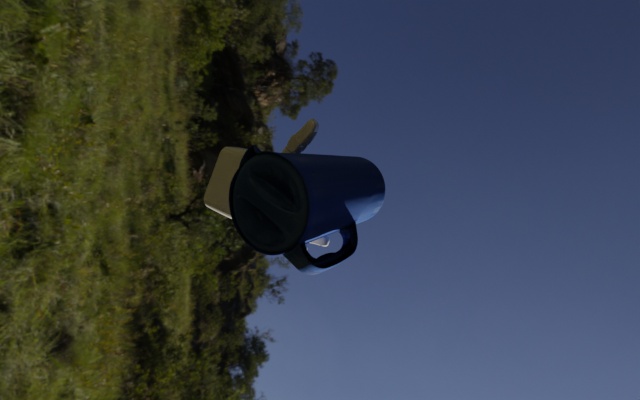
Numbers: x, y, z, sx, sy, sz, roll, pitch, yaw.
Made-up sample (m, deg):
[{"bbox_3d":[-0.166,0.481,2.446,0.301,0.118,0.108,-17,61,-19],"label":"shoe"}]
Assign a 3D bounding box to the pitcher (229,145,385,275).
[{"bbox_3d":[0.000,0.002,0.694,0.145,0.149,0.243,18,16,32],"label":"pitcher"}]
